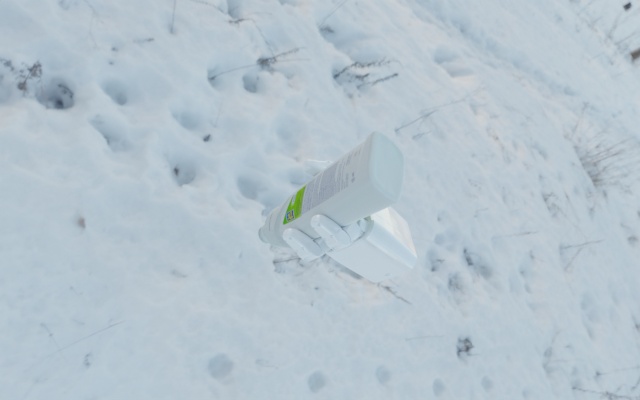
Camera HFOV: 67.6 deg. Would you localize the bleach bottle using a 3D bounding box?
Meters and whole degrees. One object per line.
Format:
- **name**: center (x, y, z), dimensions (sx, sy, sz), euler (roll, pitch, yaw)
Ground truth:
- **bleach bottle**: center (0.000, 0.002, 0.675), dimensions (0.068, 0.102, 0.251), euler (37, -44, -27)
